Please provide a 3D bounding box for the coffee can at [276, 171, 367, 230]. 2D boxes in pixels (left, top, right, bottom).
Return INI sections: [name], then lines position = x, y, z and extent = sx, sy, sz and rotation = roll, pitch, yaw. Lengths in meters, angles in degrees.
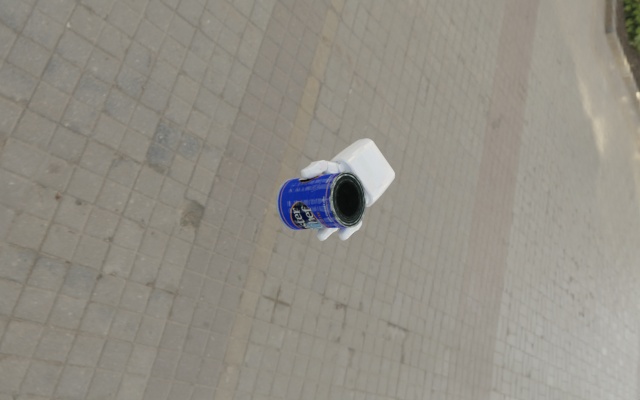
[coffee can]
position = 0.000, 0.003, 0.895
extent = 0.140, 0.103, 0.103
rotation = -5, -4, 42
